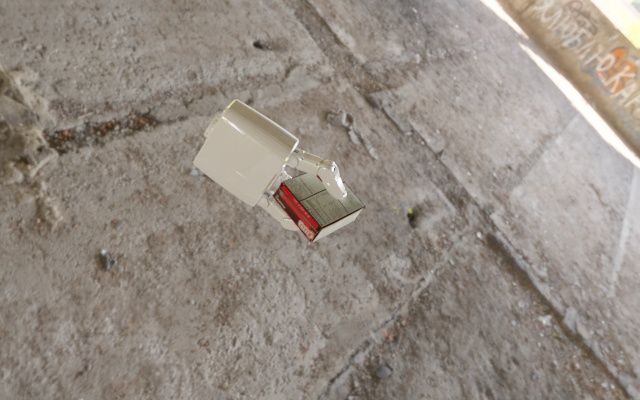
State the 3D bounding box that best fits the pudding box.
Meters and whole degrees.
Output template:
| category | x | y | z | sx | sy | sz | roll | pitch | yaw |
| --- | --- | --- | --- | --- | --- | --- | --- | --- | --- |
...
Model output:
| category | x | y | z | sx | sy | sz | roll | pitch | yaw |
| --- | --- | --- | --- | --- | --- | --- | --- | --- | --- |
| pudding box | 0.000 | 0.002 | 0.690 | 0.113 | 0.090 | 0.039 | -24 | -21 | -46 |
